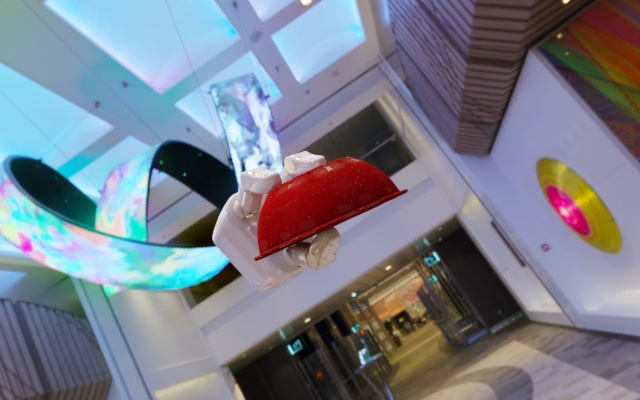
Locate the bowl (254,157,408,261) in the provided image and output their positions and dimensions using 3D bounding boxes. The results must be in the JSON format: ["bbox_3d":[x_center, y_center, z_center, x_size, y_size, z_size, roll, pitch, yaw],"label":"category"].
[{"bbox_3d":[0.001,0.001,0.464,0.162,0.055,0.162,-24,-3,-2],"label":"bowl"}]
